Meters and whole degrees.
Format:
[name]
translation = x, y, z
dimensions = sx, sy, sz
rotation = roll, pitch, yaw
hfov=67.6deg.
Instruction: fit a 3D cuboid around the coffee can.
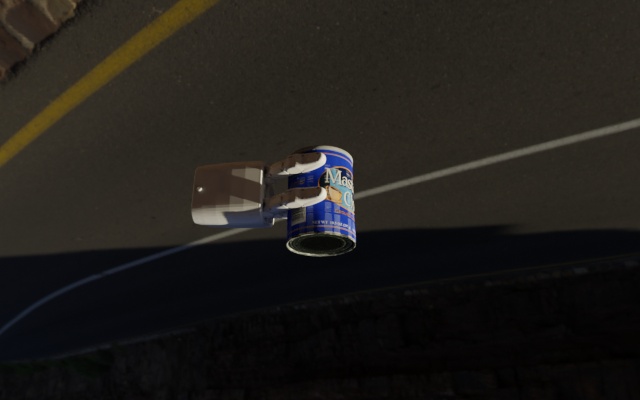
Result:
[coffee can]
translation = 0.000, 0.002, 0.724
dimensions = 0.103, 0.140, 0.103
rotation = 0, -24, 0
